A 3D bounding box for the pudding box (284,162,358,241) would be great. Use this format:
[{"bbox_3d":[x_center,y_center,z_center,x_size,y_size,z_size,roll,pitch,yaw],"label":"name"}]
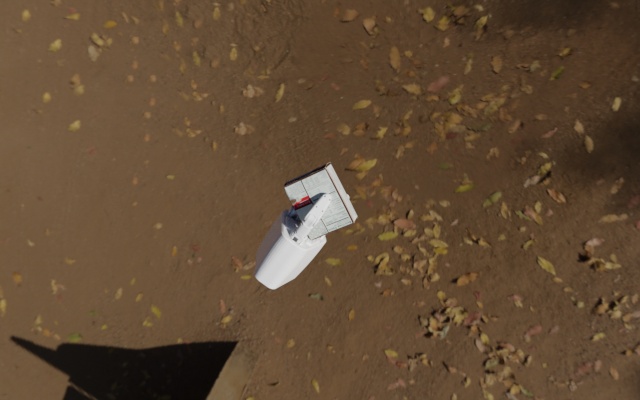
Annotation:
[{"bbox_3d":[0.000,0.003,0.832,0.090,0.113,0.039,-23,13,20],"label":"pudding box"}]
